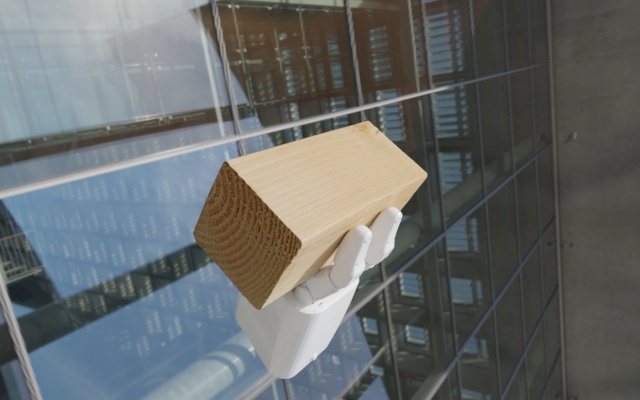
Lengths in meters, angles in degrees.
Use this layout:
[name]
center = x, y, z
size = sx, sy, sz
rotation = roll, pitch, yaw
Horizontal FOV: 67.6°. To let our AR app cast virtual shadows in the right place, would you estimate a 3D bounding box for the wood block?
[wood block]
center = 0.000, 0.001, 0.443
size = 0.091, 0.090, 0.206
rotation = 44, 37, 17
